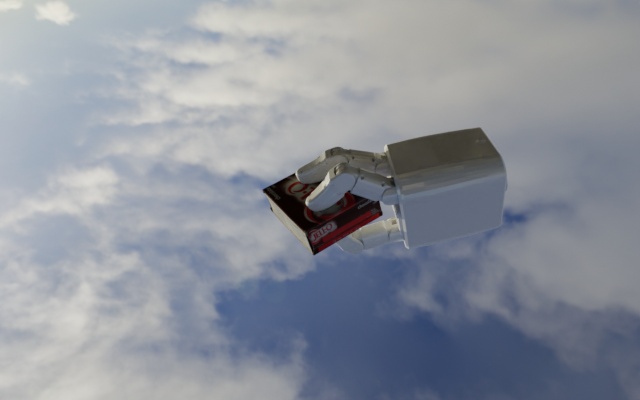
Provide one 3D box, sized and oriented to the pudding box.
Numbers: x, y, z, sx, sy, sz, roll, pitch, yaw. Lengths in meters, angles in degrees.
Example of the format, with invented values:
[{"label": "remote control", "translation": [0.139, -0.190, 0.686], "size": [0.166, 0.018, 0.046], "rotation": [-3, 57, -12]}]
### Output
[{"label": "pudding box", "translation": [0.000, 0.002, 0.527], "size": [0.090, 0.039, 0.113], "rotation": [-28, 33, -17]}]
